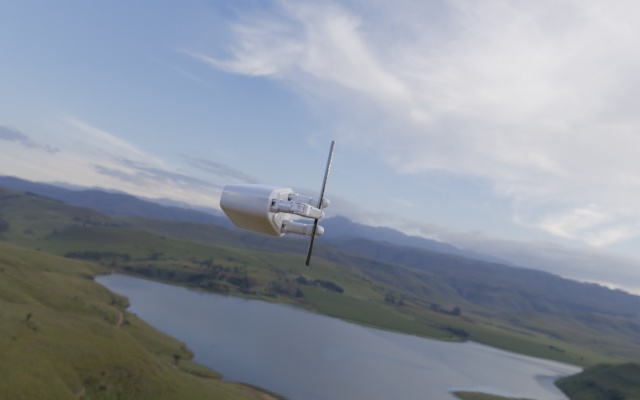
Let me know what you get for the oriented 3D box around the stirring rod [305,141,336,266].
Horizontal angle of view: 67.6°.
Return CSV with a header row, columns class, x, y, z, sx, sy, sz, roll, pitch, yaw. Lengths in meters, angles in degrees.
class,x,y,z,sx,sy,sz,roll,pitch,yaw
stirring rod,0.000,0.003,0.891,0.011,0.239,0.011,12,-10,2
